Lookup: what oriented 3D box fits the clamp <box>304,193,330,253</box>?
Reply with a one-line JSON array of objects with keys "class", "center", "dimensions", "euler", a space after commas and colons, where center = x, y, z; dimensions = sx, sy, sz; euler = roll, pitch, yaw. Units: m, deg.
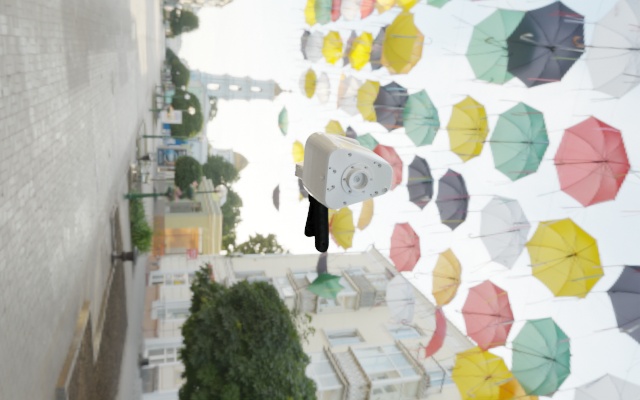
[{"class": "clamp", "center": [0.001, 0.002, 0.811], "dimensions": [0.039, 0.171, 0.120], "euler": [-1, 18, -18]}]
